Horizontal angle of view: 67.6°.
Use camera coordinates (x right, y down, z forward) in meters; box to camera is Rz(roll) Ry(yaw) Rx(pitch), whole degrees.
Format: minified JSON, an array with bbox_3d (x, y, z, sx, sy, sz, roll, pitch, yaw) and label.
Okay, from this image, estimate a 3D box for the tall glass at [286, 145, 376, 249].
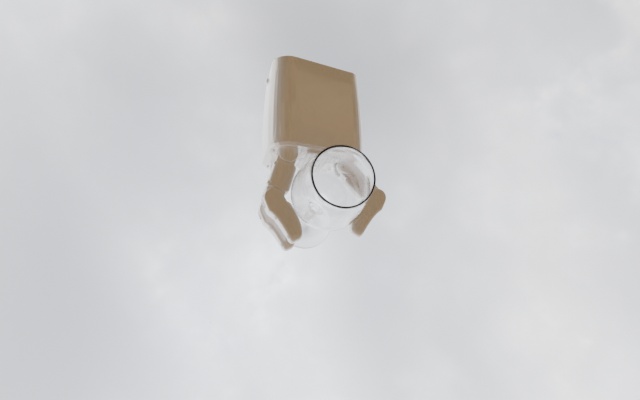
[{"bbox_3d":[0.000,0.002,0.532,0.079,0.079,0.201,0,-14,-13],"label":"tall glass"}]
